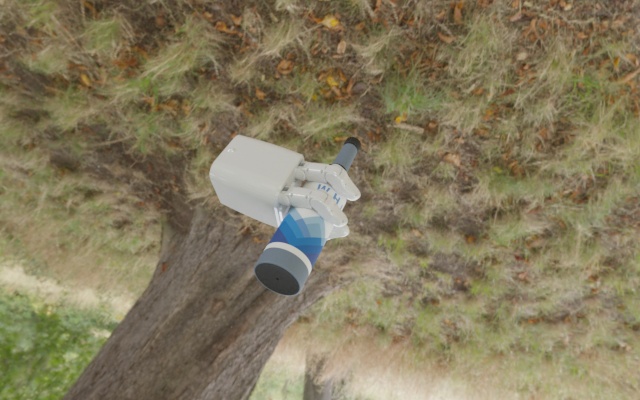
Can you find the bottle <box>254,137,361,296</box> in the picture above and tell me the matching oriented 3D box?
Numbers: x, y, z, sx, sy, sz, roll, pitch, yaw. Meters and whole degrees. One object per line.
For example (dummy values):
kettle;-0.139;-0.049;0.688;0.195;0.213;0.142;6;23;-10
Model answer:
bottle;0.000;0.002;0.696;0.069;0.069;0.295;0;41;30
